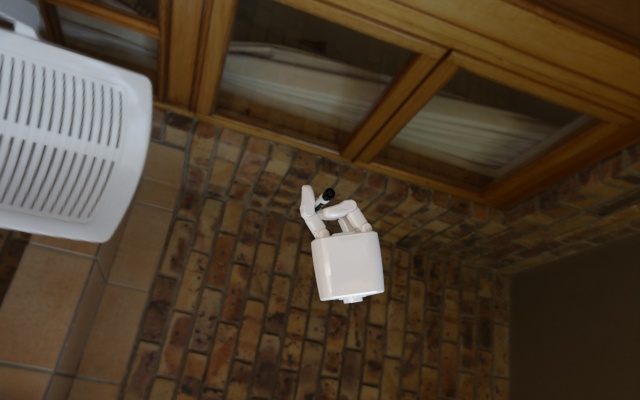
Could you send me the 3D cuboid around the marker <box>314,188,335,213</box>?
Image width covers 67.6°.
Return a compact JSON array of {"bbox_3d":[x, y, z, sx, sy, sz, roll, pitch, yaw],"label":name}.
[{"bbox_3d":[0.000,0.003,0.846,0.020,0.020,0.121,0,-15,-18],"label":"marker"}]
